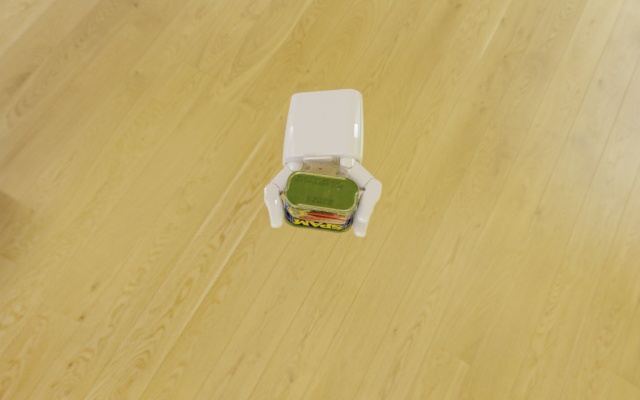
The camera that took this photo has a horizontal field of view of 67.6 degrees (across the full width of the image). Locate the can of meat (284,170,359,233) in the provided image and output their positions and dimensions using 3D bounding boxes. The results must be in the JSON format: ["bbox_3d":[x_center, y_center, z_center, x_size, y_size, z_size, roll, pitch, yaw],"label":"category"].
[{"bbox_3d":[0.000,0.002,0.654,0.102,0.057,0.084,8,-21,-1],"label":"can of meat"}]
